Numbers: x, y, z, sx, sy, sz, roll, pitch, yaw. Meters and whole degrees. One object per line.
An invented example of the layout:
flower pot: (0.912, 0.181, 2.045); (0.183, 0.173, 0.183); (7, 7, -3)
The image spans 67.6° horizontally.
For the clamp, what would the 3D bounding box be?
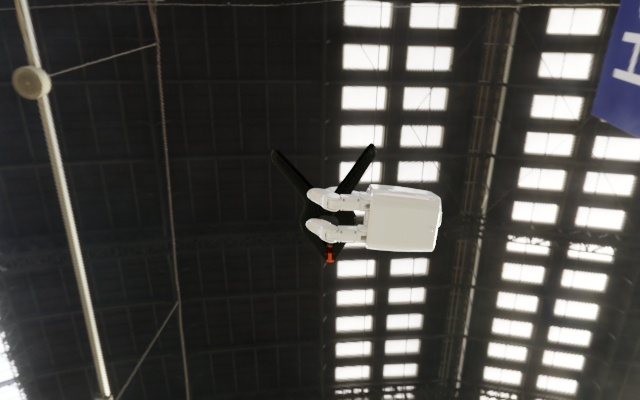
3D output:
clamp: (0.000, 0.003, 0.780); (0.164, 0.210, 0.036); (4, 24, 3)
